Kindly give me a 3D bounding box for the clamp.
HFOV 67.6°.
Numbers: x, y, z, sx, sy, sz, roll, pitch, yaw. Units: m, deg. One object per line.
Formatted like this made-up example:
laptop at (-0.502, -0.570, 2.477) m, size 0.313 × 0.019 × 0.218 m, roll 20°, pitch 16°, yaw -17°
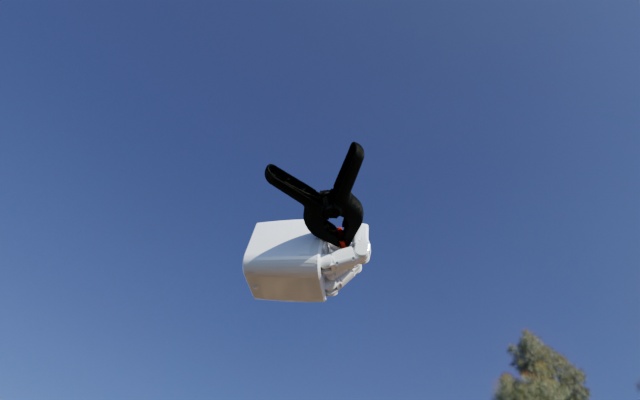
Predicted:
clamp at (0.000, 0.002, 0.611) m, size 0.120 × 0.172 × 0.039 m, roll -4°, pitch 43°, yaw 6°
